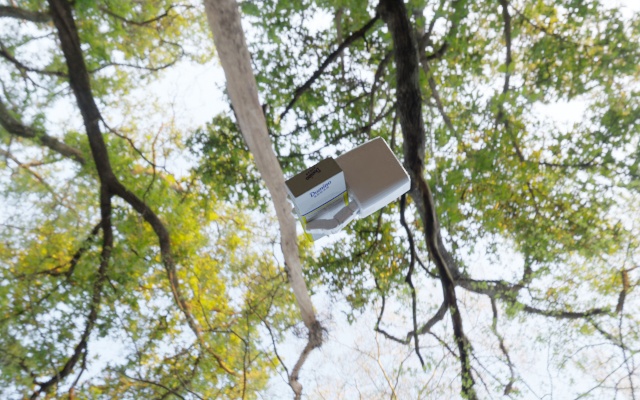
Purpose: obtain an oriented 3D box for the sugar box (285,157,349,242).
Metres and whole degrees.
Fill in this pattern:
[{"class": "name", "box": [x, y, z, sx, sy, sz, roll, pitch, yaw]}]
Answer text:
[{"class": "sugar box", "box": [0.000, 0.002, 0.846, 0.093, 0.048, 0.176, -30, -32, -9]}]
